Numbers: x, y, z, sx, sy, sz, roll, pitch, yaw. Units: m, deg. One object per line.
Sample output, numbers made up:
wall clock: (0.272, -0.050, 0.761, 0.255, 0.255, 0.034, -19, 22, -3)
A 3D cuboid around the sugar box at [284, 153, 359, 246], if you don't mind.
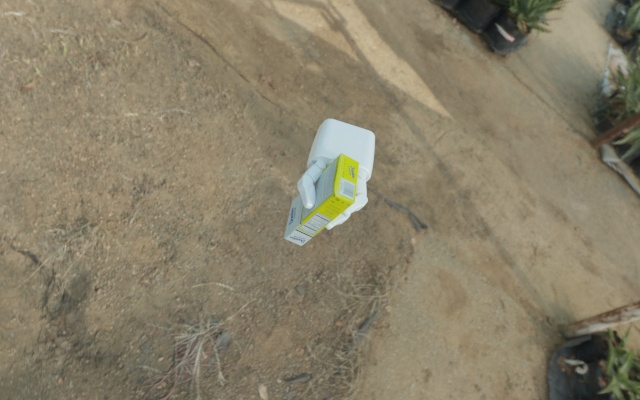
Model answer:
sugar box: (0.001, 0.003, 0.852, 0.048, 0.093, 0.176, 25, -39, -18)
